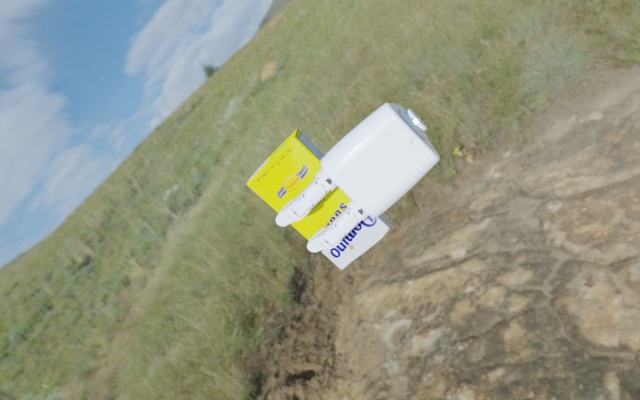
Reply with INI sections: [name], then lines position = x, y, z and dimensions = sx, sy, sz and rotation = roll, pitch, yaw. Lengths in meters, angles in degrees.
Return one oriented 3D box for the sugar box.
[sugar box]
position = 0.000, 0.002, 0.626
dimensions = 0.093, 0.176, 0.048
rotation = -42, 13, 20
